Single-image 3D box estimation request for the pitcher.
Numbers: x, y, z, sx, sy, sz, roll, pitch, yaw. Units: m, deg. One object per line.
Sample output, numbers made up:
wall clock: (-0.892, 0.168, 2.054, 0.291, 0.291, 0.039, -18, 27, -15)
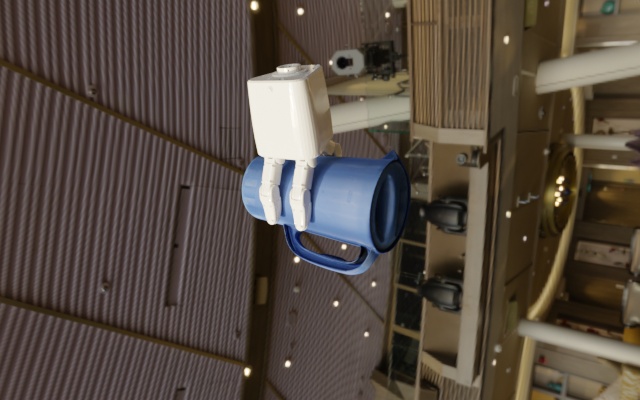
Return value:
pitcher: (0.000, 0.002, 0.718, 0.243, 0.145, 0.149, 9, 31, 32)
